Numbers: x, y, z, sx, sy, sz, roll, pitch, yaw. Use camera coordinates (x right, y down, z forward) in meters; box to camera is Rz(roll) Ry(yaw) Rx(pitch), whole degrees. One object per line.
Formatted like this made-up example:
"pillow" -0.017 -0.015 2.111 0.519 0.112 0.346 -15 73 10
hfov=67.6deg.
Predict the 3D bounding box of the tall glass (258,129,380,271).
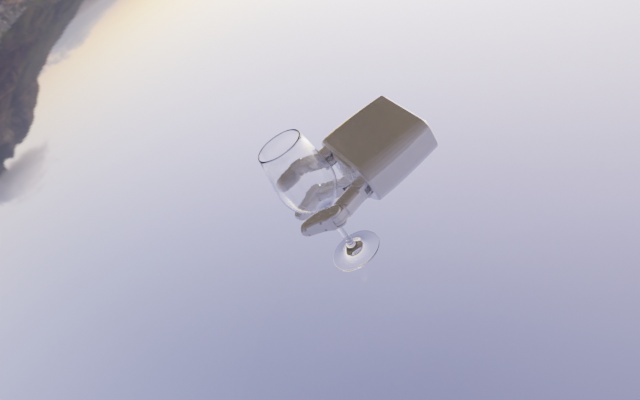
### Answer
"tall glass" 0.000 0.003 0.627 0.079 0.079 0.201 0 -43 45
